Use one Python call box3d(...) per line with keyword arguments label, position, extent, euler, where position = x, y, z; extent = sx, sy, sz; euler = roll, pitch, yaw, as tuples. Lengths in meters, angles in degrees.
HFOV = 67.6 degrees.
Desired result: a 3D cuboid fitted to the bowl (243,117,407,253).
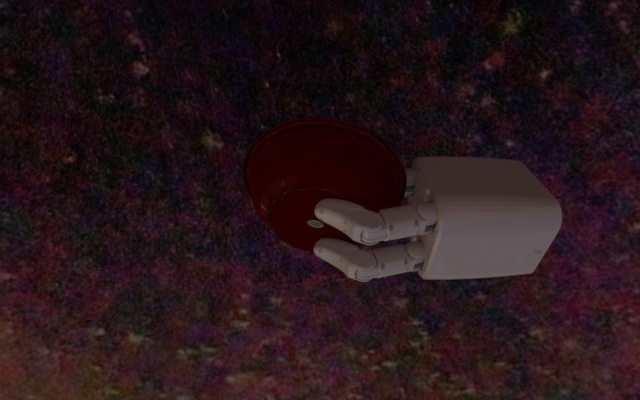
box3d(label="bowl", position=(-0.001, 0.002, 0.454), extent=(0.162, 0.055, 0.162), euler=(5, -43, 5))
